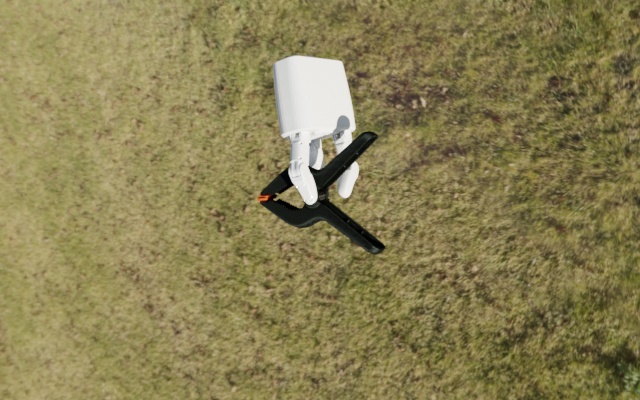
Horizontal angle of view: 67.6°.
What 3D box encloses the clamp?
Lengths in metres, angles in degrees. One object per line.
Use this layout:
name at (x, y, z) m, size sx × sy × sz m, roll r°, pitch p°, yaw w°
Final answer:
clamp at (-0.001, 0.002, 0.687) m, size 0.210 × 0.164 × 0.036 m, roll -10°, pitch -1°, yaw 33°
